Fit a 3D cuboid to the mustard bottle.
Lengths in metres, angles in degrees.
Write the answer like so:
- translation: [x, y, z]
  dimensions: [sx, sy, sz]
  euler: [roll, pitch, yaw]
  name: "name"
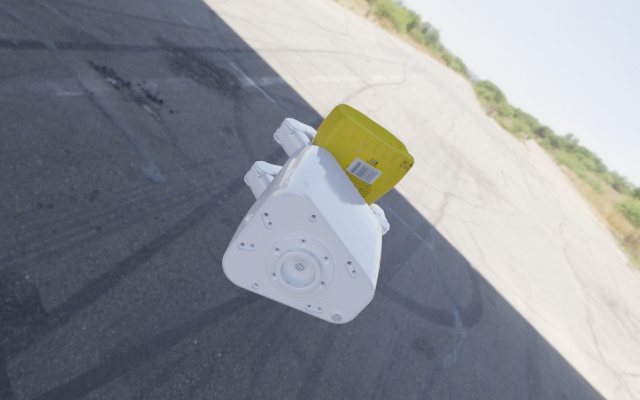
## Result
- translation: [0.000, 0.001, 0.490]
  dimensions: [0.096, 0.192, 0.058]
  euler: [27, 24, -30]
  name: "mustard bottle"
